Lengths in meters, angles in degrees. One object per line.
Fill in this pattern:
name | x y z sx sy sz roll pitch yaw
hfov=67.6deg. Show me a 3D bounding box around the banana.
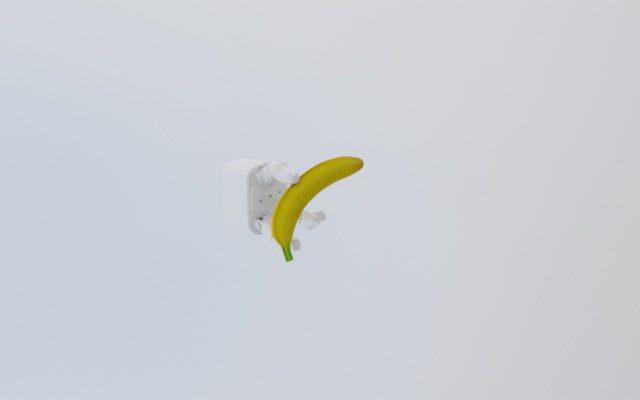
banana | -0.013 -0.008 0.700 0.070 0.197 0.037 47 -20 -25
